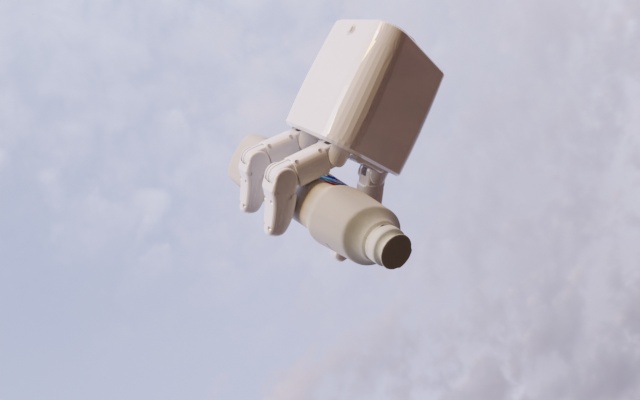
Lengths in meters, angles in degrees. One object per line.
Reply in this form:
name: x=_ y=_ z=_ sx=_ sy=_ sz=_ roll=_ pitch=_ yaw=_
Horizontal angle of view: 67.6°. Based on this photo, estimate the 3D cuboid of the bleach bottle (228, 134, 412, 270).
bleach bottle: x=0.000 y=0.001 z=0.451 sx=0.102 sy=0.068 sz=0.250 roll=24 pitch=5 yaw=-35
